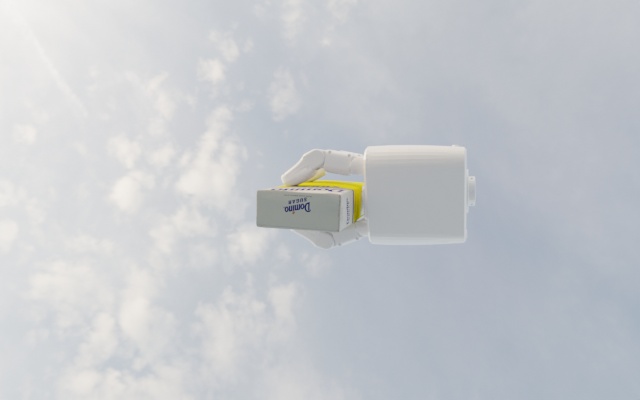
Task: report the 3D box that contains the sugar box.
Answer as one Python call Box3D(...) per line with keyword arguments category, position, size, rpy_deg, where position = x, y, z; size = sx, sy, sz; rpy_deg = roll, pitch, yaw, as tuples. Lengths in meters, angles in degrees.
Box3D(category="sugar box", position=(0.000, 0.001, 0.567), size=(0.093, 0.048, 0.176), rpy_deg=(3, 4, 15))
